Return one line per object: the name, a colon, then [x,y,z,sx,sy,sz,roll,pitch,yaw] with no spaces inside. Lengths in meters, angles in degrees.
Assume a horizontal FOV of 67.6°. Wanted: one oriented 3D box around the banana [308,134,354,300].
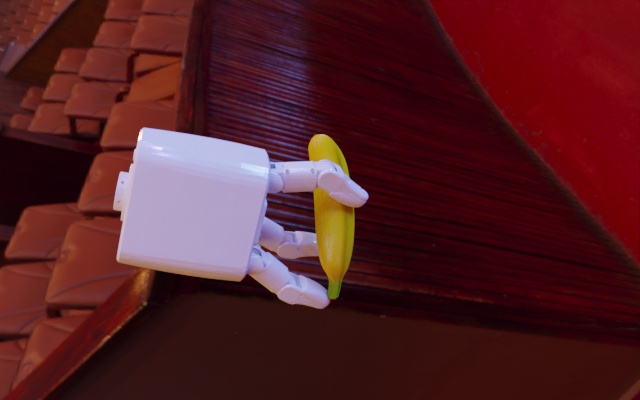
banana: [0.007,-0.005,0.488,0.037,0.197,0.070,9,-34,-19]
